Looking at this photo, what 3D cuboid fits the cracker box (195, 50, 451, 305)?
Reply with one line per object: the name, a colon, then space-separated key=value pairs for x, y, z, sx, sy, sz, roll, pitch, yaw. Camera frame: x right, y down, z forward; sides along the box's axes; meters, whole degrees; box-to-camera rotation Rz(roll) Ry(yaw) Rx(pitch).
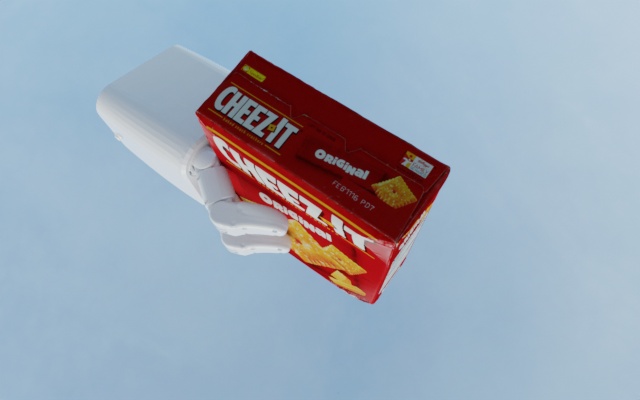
cracker box: x=0.000 y=0.001 z=0.402 sx=0.164 sy=0.072 sz=0.214 roll=33 pitch=-17 yaw=14
